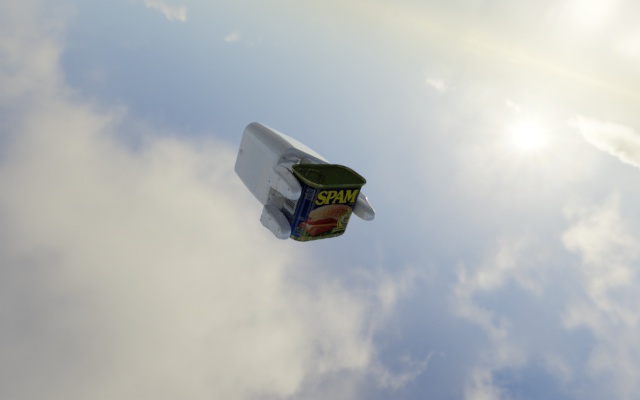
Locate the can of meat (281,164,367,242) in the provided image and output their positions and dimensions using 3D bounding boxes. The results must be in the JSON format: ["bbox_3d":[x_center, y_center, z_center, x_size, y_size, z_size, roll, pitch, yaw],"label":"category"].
[{"bbox_3d":[0.000,0.002,0.620,0.102,0.084,0.057,-4,32,-42],"label":"can of meat"}]
